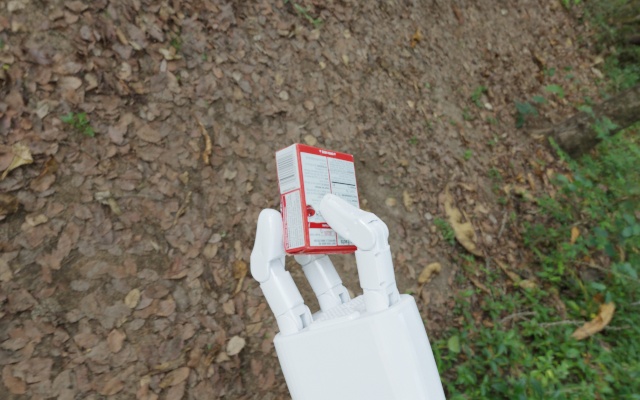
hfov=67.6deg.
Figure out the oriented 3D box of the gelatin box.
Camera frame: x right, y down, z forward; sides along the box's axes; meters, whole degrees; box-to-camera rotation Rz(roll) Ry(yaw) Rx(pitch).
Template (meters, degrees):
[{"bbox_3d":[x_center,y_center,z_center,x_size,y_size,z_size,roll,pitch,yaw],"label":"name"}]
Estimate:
[{"bbox_3d":[0.000,0.001,0.407,0.030,0.089,0.073,-16,-14,41],"label":"gelatin box"}]
